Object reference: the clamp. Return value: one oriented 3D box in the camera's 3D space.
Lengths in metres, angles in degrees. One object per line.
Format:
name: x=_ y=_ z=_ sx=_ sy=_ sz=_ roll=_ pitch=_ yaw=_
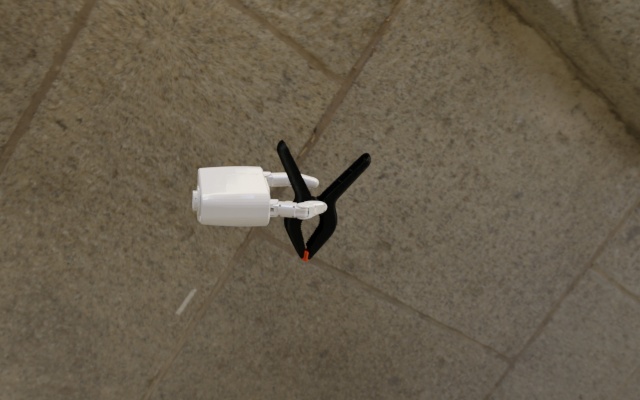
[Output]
clamp: x=0.000 y=0.003 z=0.814 sx=0.164 sy=0.210 sz=0.036 roll=0 pitch=19 yaw=-17
